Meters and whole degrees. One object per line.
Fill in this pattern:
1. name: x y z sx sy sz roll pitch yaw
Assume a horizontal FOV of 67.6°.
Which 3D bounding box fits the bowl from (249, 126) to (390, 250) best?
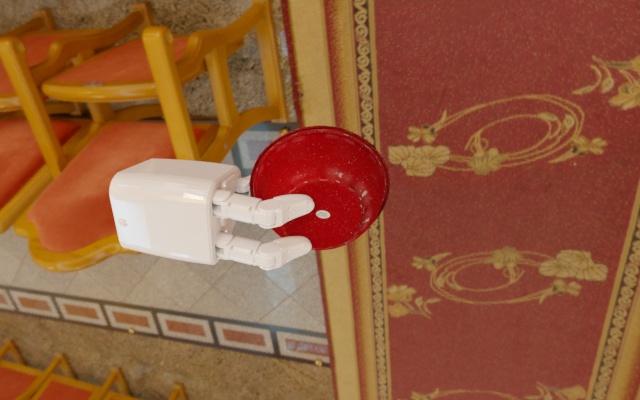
1. bowl: 0.001 0.002 0.528 0.162 0.162 0.055 0 34 -2
